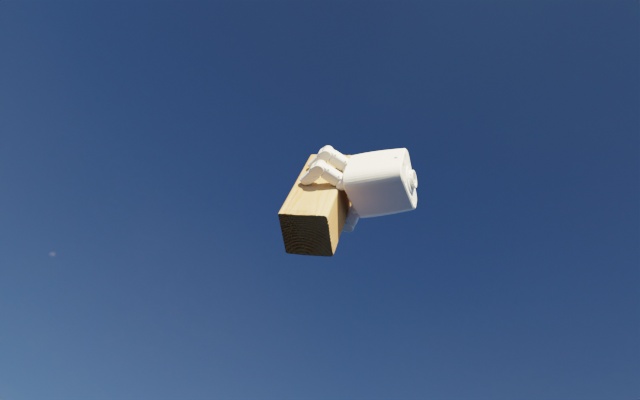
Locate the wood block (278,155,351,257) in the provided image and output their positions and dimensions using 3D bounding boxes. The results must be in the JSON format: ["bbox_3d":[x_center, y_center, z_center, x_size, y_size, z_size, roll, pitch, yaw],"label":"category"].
[{"bbox_3d":[0.001,0.003,0.896,0.090,0.091,0.206,2,34,16],"label":"wood block"}]
